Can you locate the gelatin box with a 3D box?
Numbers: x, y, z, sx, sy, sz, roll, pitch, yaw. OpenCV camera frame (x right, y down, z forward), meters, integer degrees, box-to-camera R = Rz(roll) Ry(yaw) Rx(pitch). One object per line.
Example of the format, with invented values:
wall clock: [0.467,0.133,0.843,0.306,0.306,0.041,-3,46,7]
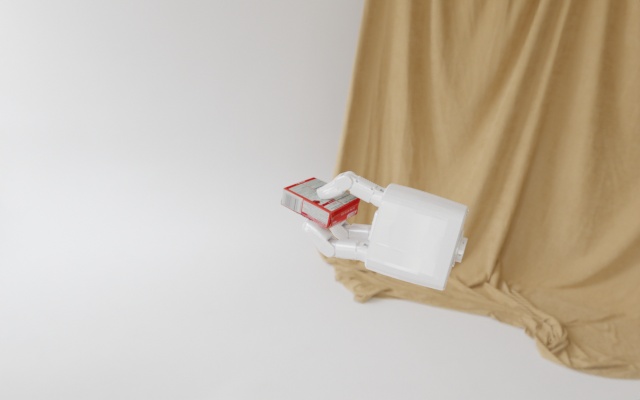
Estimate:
gelatin box: [0.000,0.002,0.683,0.089,0.030,0.073,27,30,28]
